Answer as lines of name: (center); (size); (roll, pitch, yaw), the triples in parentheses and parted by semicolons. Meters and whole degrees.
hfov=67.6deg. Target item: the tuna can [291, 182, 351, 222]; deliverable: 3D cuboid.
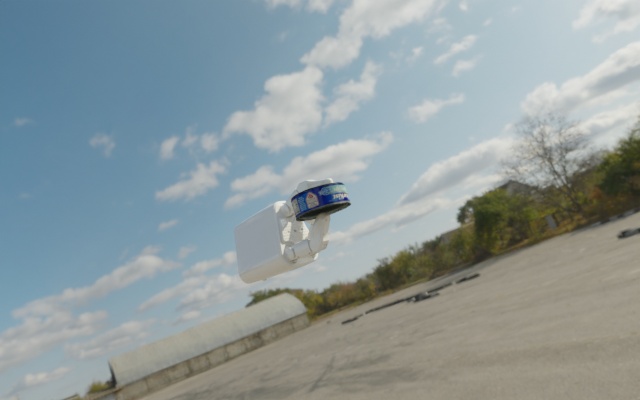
tuna can: (0.000, 0.002, 0.710); (0.086, 0.033, 0.086); (-16, -10, -3)
